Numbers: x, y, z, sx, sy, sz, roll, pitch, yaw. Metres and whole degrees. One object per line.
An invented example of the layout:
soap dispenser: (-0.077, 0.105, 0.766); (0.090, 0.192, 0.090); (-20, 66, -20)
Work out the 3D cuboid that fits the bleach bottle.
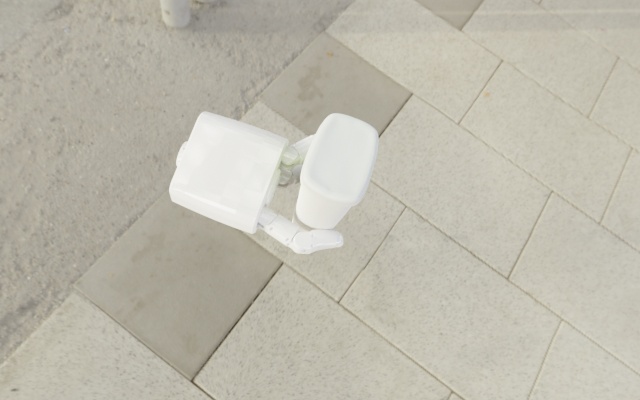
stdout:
bleach bottle: (0.000, 0.002, 0.585); (0.068, 0.102, 0.251); (21, -25, -2)
